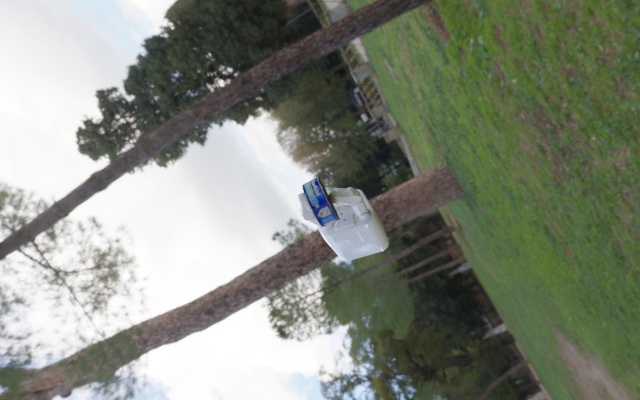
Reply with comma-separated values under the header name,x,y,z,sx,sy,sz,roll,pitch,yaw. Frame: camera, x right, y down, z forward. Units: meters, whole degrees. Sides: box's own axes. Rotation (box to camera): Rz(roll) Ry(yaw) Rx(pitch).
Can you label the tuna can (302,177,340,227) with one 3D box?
name,x,y,z,sx,sy,sz,roll,pitch,yaw
tuna can,0.000,0.003,0.841,0.034,0.086,0.086,-26,-2,4
